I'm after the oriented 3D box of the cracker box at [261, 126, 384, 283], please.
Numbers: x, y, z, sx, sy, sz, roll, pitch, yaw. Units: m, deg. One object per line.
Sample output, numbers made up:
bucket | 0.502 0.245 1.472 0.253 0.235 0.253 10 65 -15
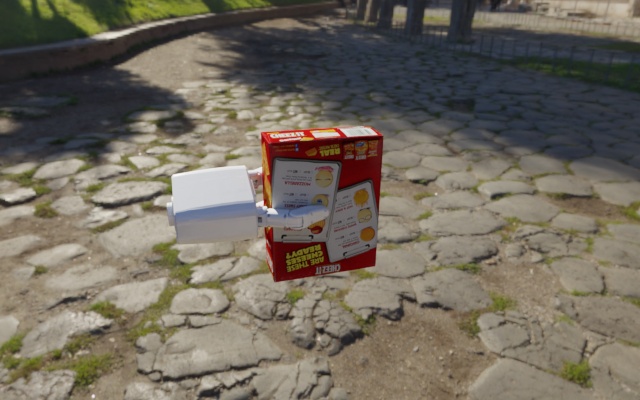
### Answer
cracker box | 0.000 0.002 0.706 0.164 0.214 0.072 -7 25 -15
